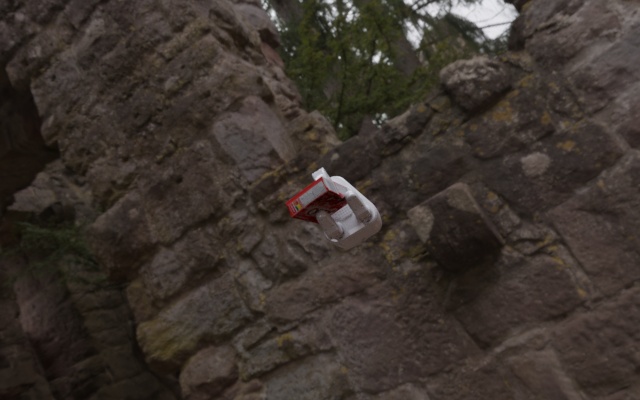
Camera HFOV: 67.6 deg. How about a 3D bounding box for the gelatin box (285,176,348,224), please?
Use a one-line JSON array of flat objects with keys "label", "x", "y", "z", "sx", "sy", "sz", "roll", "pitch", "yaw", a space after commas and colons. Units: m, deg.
[{"label": "gelatin box", "x": 0.000, "y": 0.002, "z": 0.739, "sx": 0.073, "sy": 0.030, "sz": 0.089, "roll": -35, "pitch": -24, "yaw": 18}]
